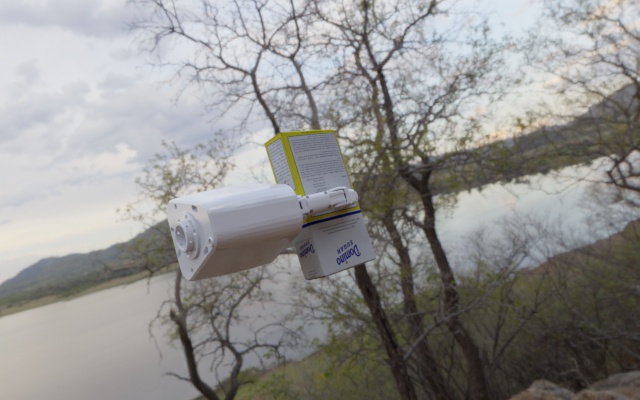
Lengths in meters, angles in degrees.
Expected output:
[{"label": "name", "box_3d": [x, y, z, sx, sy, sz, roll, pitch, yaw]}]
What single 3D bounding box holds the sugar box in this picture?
[{"label": "sugar box", "box_3d": [0.000, 0.002, 0.589, 0.093, 0.176, 0.048, -11, -6, -41]}]
